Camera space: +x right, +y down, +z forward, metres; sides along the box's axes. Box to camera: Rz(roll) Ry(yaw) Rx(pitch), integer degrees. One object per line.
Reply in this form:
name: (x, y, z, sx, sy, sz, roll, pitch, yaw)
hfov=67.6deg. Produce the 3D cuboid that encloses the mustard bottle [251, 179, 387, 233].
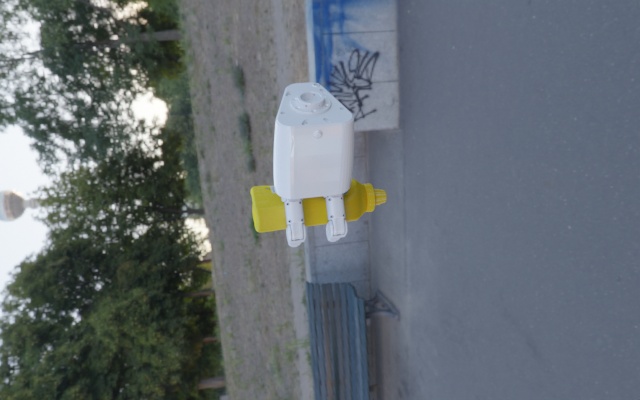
mustard bottle: (0.000, 0.003, 0.676, 0.191, 0.058, 0.096, -6, 17, -10)
